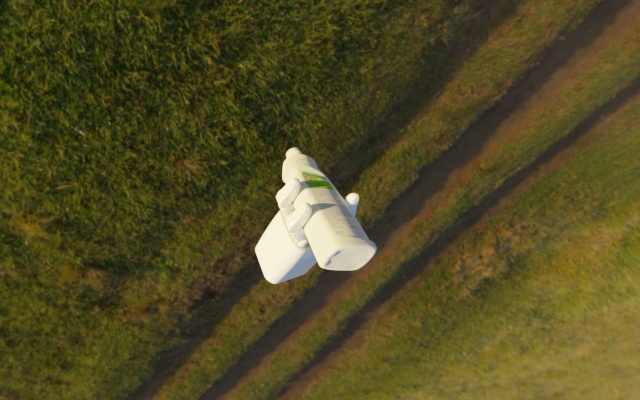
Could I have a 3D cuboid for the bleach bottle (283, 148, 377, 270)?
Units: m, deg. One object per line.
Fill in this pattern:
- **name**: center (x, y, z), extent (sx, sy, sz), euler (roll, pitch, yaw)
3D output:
- **bleach bottle**: center (0.000, 0.003, 0.836), extent (0.102, 0.250, 0.068), euler (8, -48, -39)
